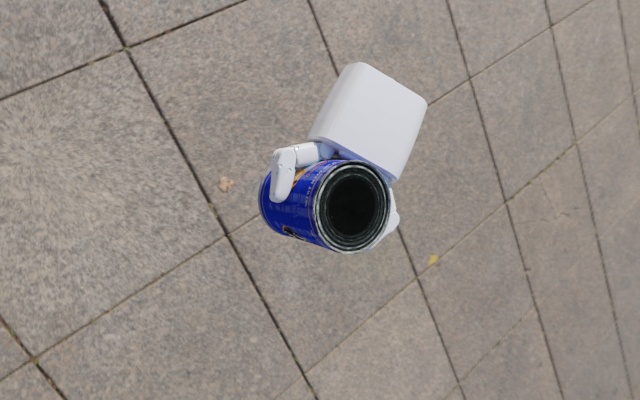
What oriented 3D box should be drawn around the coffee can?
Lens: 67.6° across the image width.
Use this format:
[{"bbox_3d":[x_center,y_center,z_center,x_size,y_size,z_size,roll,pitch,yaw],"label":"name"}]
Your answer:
[{"bbox_3d":[0.000,0.002,0.569,0.103,0.103,0.140,0,5,-31],"label":"coffee can"}]
